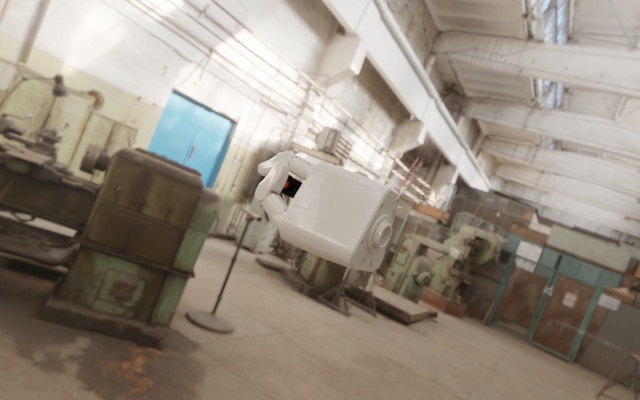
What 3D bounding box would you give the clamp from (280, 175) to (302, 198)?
[{"bbox_3d":[0.000,0.002,0.691,0.120,0.039,0.171,21,0,31],"label":"clamp"}]
